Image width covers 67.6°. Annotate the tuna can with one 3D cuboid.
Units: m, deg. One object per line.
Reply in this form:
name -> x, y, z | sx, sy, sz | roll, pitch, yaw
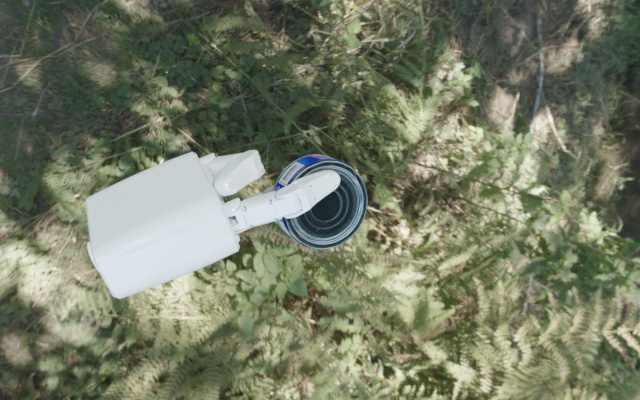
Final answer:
tuna can -> 0.000, 0.002, 0.445 | 0.086, 0.086, 0.033 | 0, 12, -23
